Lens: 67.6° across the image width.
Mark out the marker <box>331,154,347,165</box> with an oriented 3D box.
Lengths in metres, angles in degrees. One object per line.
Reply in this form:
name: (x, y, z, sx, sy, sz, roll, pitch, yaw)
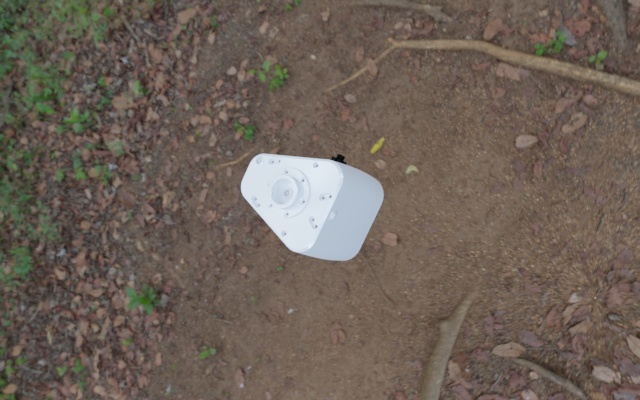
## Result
marker: (0.000, 0.002, 0.564, 0.020, 0.121, 0.020, 24, 3, -2)
